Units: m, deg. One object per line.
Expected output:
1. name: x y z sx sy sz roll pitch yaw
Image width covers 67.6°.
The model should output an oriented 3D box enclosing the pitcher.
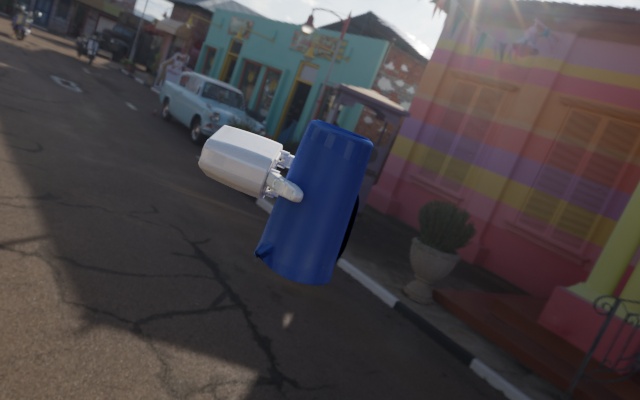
1. pitcher: 0.000 0.002 0.769 0.145 0.243 0.149 21 11 -2
